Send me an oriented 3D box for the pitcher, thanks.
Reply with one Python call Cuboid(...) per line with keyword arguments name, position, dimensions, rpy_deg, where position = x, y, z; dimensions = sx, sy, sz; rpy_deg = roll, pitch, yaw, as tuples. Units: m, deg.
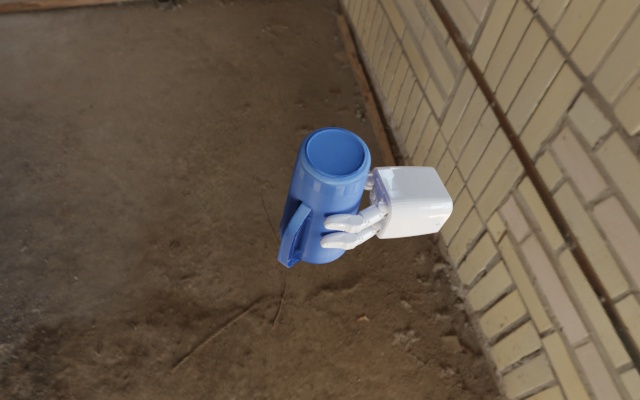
Cuboid(name="pitcher", position=(0.000, 0.003, 0.785), dimensions=(0.145, 0.149, 0.243), rpy_deg=(-3, -32, -11))
